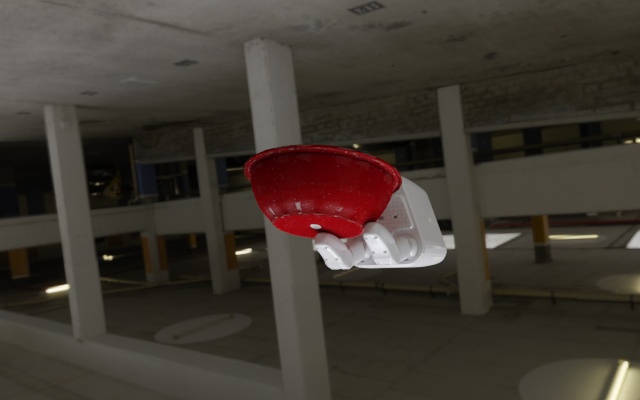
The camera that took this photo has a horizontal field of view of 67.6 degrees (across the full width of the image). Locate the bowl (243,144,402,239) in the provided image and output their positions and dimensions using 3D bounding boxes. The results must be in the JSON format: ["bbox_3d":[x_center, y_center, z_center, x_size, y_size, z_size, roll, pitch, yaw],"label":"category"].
[{"bbox_3d":[-0.001,0.002,0.481,0.162,0.055,0.162,5,-19,2],"label":"bowl"}]
